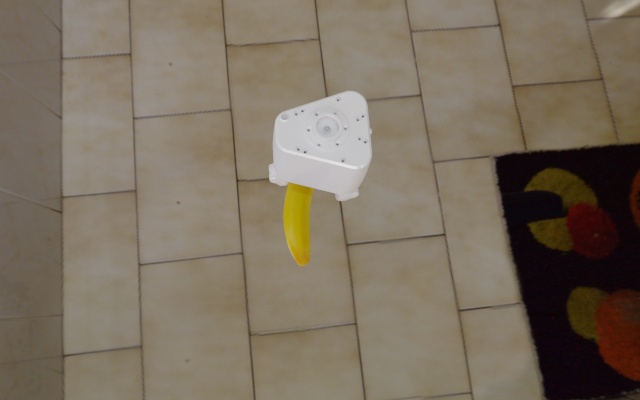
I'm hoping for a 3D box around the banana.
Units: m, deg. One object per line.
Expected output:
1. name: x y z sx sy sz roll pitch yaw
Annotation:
1. banana: -0.016 -0.008 0.689 0.069 0.197 0.037 22 -15 -1
